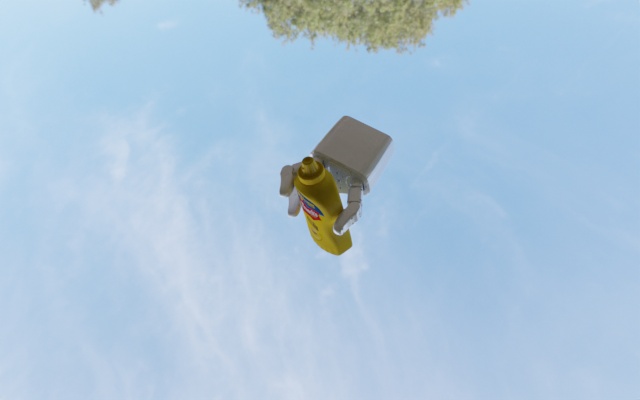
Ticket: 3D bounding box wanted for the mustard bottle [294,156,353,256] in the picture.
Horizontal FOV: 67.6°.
[{"bbox_3d":[0.000,0.003,0.769,0.058,0.192,0.096,-33,49,-15],"label":"mustard bottle"}]
